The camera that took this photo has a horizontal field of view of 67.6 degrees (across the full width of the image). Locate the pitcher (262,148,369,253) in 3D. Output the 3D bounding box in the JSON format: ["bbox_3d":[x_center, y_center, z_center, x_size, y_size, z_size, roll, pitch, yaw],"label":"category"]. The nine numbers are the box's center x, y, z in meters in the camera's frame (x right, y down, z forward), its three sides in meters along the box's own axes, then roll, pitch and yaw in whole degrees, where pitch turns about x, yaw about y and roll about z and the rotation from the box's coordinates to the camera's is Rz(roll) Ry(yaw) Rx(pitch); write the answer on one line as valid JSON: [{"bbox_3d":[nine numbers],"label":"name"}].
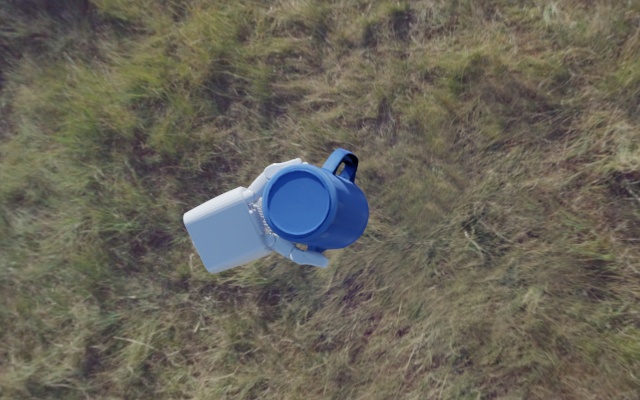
[{"bbox_3d":[0.000,0.003,0.751,0.145,0.149,0.243,-20,-9,10],"label":"pitcher"}]
